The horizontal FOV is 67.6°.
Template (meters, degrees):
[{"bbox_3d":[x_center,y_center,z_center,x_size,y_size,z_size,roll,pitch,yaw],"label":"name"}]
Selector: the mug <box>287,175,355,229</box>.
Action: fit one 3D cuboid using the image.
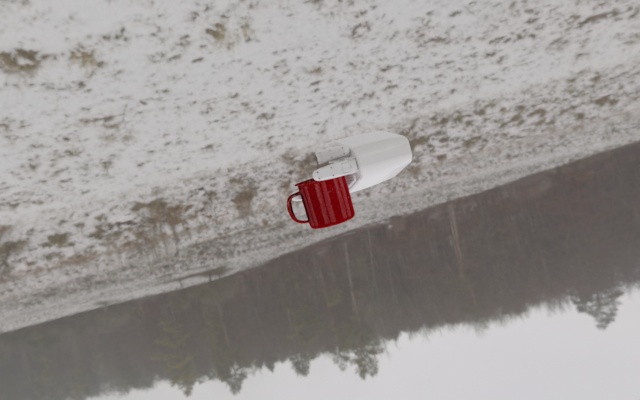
[{"bbox_3d":[-0.001,0.003,0.814,0.117,0.081,0.093,-18,6,-18],"label":"mug"}]
